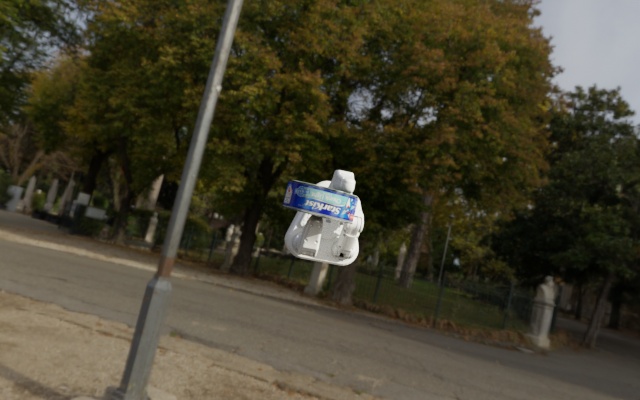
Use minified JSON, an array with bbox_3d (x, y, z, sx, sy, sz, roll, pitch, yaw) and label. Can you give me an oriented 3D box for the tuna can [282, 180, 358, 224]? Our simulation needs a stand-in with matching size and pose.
[{"bbox_3d":[0.000,0.001,0.561,0.086,0.034,0.086,14,-1,0],"label":"tuna can"}]
